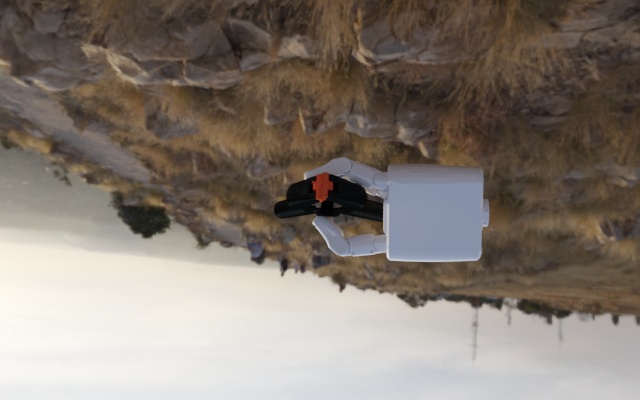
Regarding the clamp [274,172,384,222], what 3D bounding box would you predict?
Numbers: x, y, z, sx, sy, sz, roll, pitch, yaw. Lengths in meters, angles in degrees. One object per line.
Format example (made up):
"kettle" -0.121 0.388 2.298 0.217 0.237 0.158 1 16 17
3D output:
"clamp" 0.000 0.003 0.594 0.164 0.036 0.210 0 -9 11
